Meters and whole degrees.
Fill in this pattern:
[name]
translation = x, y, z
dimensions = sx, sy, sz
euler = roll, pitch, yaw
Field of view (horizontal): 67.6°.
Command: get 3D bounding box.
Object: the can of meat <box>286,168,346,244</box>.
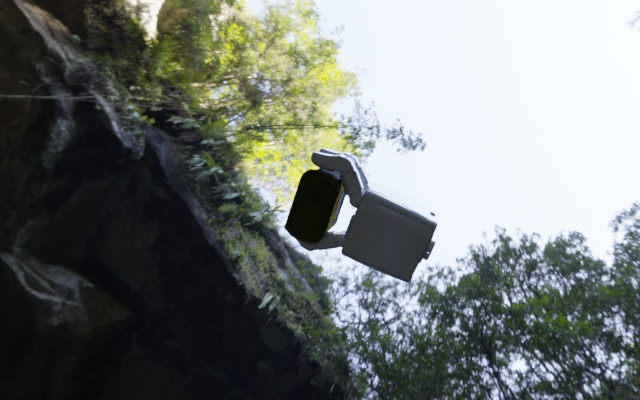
[can of meat]
translation = 0.000, 0.002, 0.687
dimensions = 0.057, 0.102, 0.084
euler = 22, 16, 12
